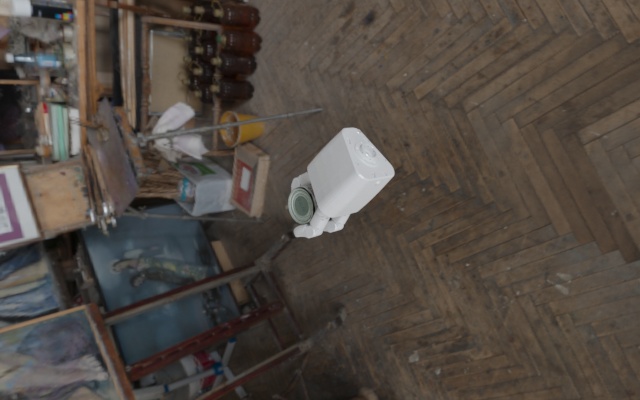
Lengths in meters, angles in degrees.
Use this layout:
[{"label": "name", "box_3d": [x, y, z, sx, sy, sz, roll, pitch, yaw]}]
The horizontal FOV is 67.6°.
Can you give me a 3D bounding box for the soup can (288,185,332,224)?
[{"label": "soup can", "box_3d": [0.000, 0.003, 0.869, 0.068, 0.068, 0.102, 0, 8, 45]}]
